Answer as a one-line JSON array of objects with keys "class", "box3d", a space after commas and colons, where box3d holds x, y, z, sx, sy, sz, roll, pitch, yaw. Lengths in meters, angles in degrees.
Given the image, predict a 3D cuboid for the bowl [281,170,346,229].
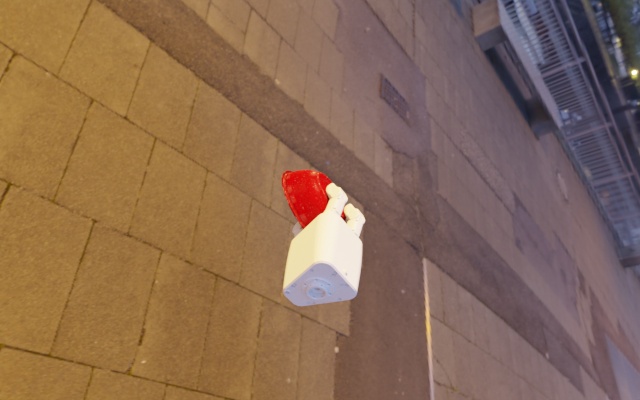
[{"class": "bowl", "box3d": [0.000, 0.002, 0.857, 0.055, 0.162, 0.162, -32, -10, 17]}]
